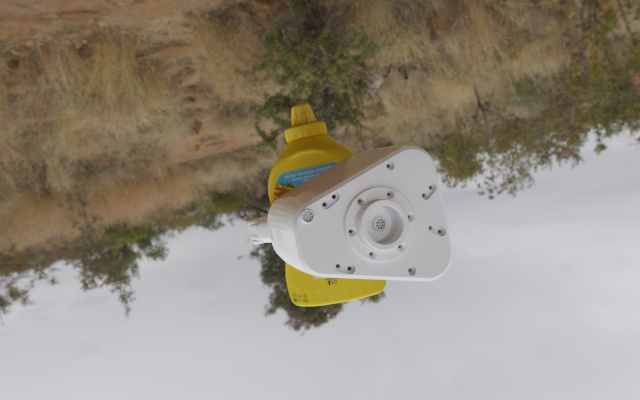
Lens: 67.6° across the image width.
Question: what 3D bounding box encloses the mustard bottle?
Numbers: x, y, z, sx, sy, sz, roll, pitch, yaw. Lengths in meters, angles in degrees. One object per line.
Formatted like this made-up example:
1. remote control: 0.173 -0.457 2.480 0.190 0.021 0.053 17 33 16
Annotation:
1. mustard bottle: 0.000 0.002 0.467 0.096 0.191 0.058 -11 3 12
